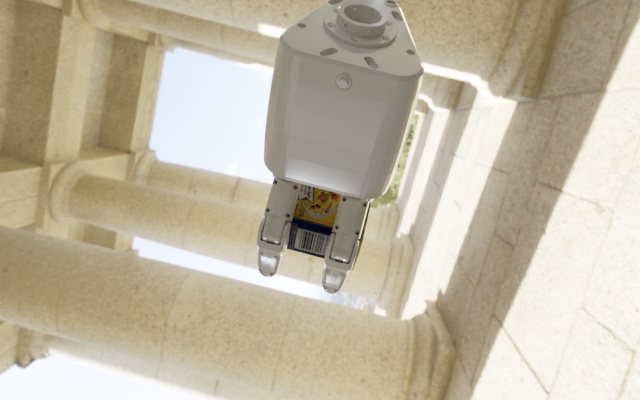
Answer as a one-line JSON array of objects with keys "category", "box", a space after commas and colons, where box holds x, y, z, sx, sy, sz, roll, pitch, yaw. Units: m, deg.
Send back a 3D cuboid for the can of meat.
[{"category": "can of meat", "box": [0.000, 0.001, 0.422, 0.084, 0.102, 0.057, 15, -39, 2]}]
